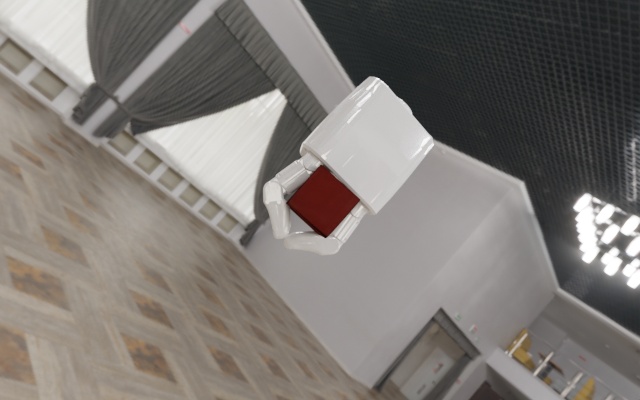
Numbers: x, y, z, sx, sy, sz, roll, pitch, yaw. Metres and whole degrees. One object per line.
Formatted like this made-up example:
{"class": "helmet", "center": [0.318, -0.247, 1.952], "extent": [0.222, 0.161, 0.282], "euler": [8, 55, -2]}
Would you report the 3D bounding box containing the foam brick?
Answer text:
{"class": "foam brick", "center": [0.000, 0.002, 0.489], "extent": [0.053, 0.051, 0.078], "euler": [43, -4, -3]}
